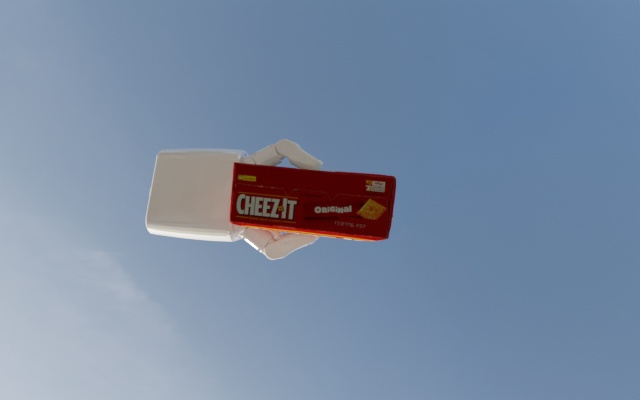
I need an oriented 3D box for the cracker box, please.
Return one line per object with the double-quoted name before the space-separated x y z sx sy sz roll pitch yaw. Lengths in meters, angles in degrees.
"cracker box" 0.000 0.002 0.573 0.164 0.072 0.213 5 1 6
